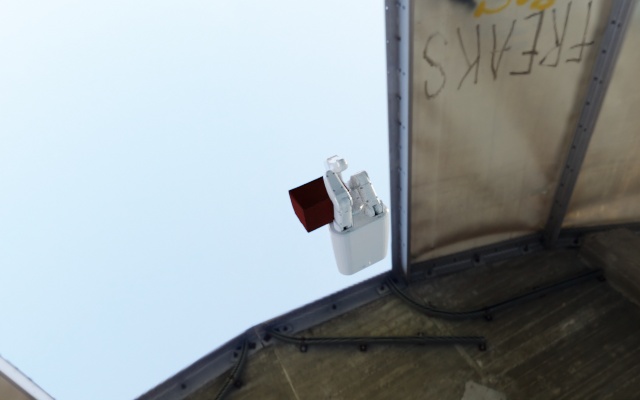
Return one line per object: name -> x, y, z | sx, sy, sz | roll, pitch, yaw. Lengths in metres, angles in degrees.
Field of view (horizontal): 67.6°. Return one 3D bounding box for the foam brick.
foam brick -> 0.000, 0.002, 0.711 | 0.078, 0.051, 0.053 | -24, 47, -15
